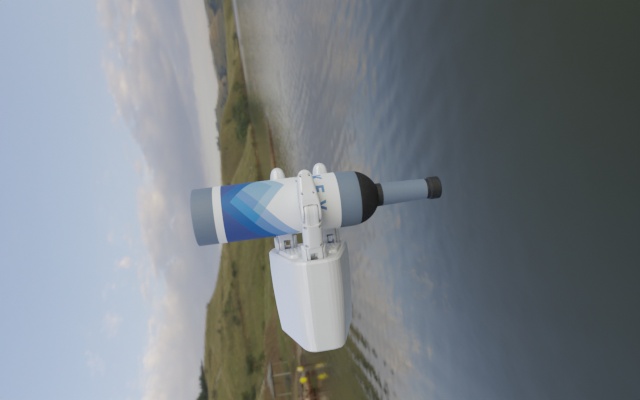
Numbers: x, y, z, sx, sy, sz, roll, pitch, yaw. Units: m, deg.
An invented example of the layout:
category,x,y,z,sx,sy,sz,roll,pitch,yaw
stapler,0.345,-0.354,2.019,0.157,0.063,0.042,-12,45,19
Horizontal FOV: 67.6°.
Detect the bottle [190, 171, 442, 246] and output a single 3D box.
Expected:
category,x,y,z,sx,sy,sz,roll,pitch,yaw
bottle,0.000,0.002,0.571,0.296,0.069,0.069,-7,1,-7
